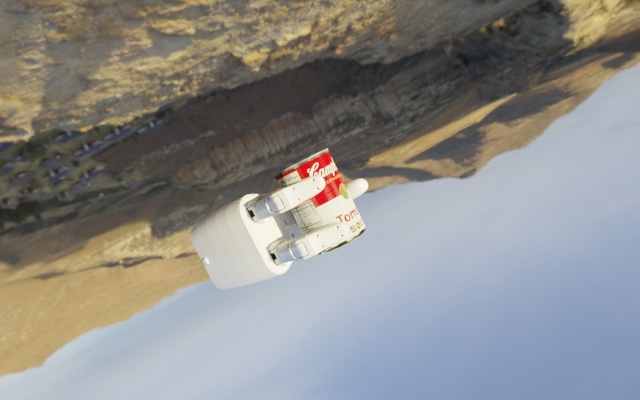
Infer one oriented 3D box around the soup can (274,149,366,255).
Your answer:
[{"bbox_3d":[0.001,0.002,0.540,0.068,0.102,0.068,-26,4,2],"label":"soup can"}]
